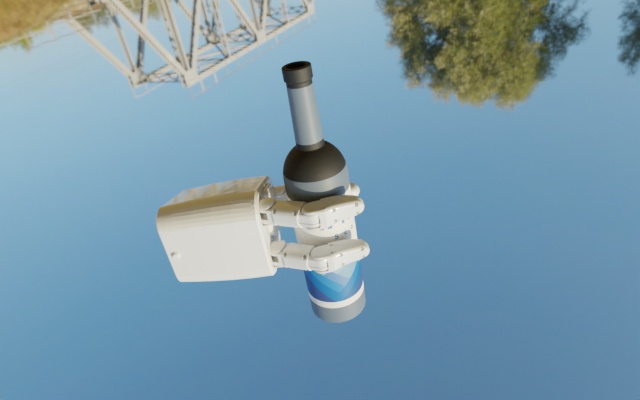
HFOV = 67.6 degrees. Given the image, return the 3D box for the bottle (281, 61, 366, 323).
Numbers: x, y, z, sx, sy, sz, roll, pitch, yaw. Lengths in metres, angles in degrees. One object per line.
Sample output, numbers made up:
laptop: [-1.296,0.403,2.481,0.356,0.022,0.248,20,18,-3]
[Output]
bottle: [0.000,0.002,0.507,0.069,0.296,0.069,-7,32,5]
